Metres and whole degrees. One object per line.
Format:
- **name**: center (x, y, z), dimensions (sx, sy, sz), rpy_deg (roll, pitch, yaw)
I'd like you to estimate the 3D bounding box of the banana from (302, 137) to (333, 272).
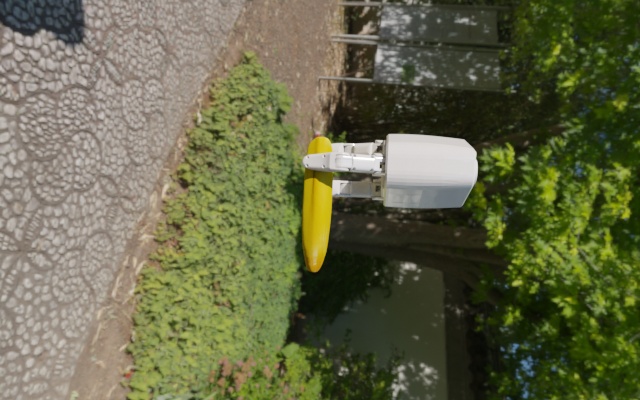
- **banana**: center (-0.002, -0.009, 0.620), dimensions (0.037, 0.197, 0.070), rpy_deg (0, -26, 7)
